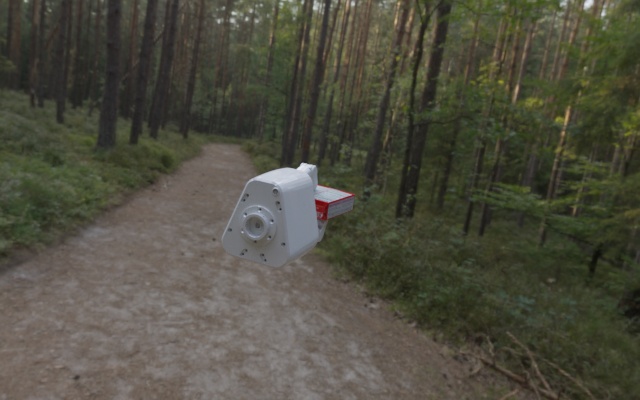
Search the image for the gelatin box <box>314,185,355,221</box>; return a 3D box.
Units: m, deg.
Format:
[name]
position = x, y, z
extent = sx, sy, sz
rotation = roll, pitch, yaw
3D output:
[gelatin box]
position = 0.000, 0.002, 0.734
extent = 0.073, 0.030, 0.089
rotation = 15, 17, 28
